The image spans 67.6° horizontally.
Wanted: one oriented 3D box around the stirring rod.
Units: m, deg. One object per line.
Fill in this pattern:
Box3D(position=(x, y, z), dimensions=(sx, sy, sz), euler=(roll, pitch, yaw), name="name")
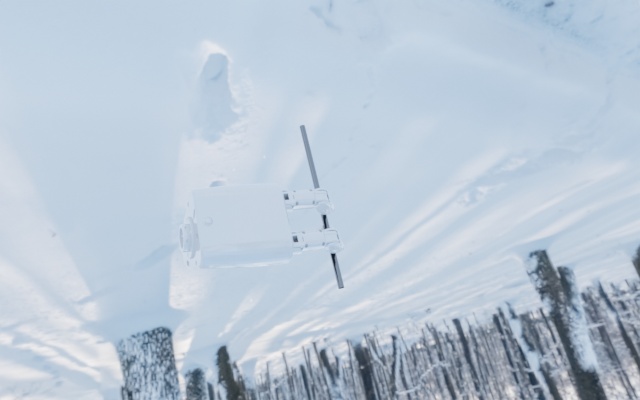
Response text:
Box3D(position=(0.000, 0.002, 0.650), dimensions=(0.011, 0.239, 0.011), euler=(-12, -20, -5), name="stirring rod")
